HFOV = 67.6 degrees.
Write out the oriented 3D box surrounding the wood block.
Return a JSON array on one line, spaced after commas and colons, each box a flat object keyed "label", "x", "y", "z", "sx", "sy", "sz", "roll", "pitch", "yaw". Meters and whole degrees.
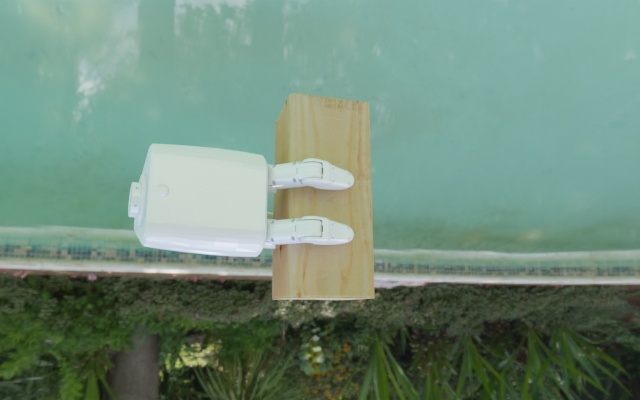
[{"label": "wood block", "x": 0.000, "y": 0.002, "z": 0.517, "sx": 0.090, "sy": 0.206, "sz": 0.091, "roll": 4, "pitch": -13, "yaw": -15}]
